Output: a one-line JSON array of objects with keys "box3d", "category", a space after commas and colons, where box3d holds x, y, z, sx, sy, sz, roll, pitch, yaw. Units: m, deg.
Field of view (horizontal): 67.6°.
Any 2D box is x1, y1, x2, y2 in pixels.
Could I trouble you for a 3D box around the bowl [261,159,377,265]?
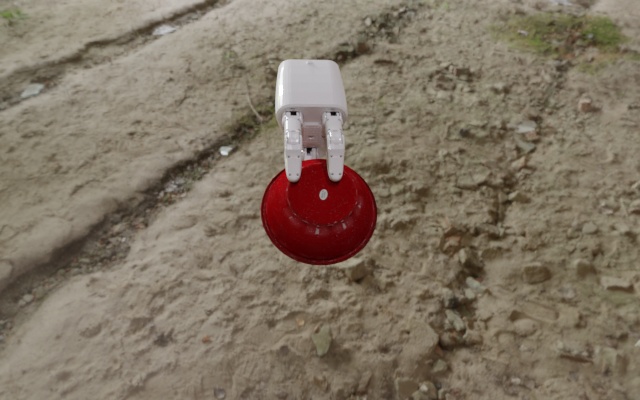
[{"box3d": [0.001, 0.003, 0.636, 0.162, 0.162, 0.055, 0, -25, -4], "category": "bowl"}]
